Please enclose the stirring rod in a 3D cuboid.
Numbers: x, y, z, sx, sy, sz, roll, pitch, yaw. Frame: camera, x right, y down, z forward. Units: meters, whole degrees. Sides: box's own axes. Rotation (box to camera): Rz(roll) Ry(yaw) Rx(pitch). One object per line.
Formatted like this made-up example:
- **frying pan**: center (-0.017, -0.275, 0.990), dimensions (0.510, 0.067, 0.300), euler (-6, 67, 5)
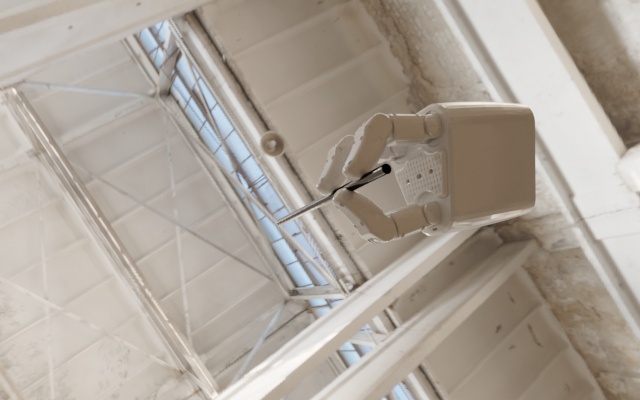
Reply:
- **stirring rod**: center (0.000, 0.001, 0.447), dimensions (0.011, 0.011, 0.239), euler (0, -11, -23)
